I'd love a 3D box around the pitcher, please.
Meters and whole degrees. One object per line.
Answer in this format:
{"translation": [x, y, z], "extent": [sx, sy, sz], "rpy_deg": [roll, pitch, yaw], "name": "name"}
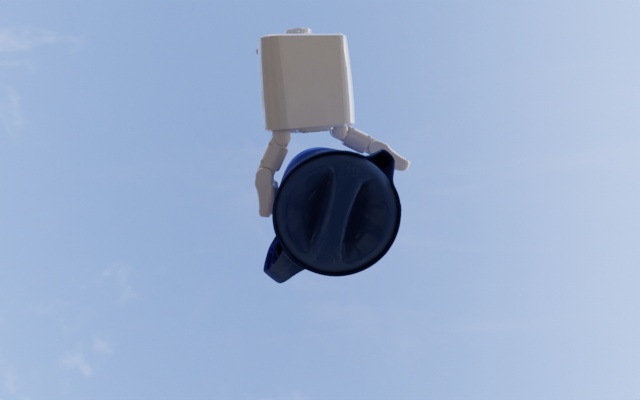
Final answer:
{"translation": [0.000, 0.002, 0.599], "extent": [0.149, 0.145, 0.242], "rpy_deg": [-5, 10, -4], "name": "pitcher"}
